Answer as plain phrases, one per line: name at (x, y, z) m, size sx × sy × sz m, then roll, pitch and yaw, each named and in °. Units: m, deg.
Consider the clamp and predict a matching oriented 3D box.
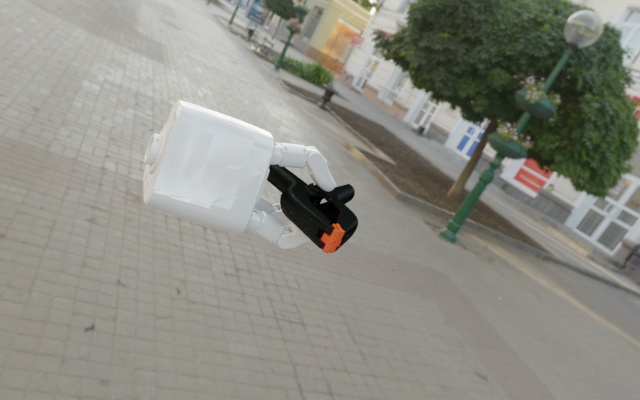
clamp at (0.000, 0.001, 0.577) m, size 0.164 × 0.036 × 0.210 m, roll 17°, pitch 19°, yaw -27°
